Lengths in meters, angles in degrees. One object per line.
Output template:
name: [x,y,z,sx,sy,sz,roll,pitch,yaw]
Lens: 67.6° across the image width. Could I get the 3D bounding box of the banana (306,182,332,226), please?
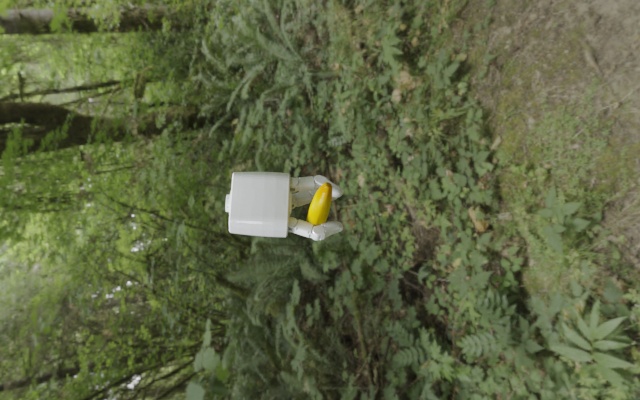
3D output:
banana: [-0.004,0.021,0.890,0.037,0.069,0.198,13,-13,0]
